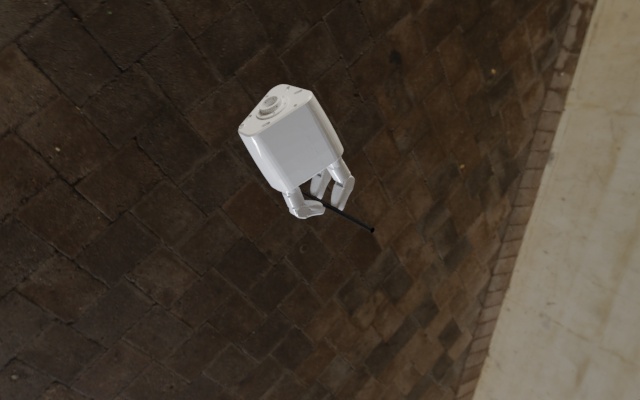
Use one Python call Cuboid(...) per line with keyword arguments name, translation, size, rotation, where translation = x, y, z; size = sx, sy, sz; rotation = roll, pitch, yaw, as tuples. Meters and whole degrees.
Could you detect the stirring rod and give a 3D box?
Cuboid(name="stirring rod", translation=(0.000, 0.002, 0.754), size=(0.011, 0.011, 0.239), rotation=(0, 19, -40))
